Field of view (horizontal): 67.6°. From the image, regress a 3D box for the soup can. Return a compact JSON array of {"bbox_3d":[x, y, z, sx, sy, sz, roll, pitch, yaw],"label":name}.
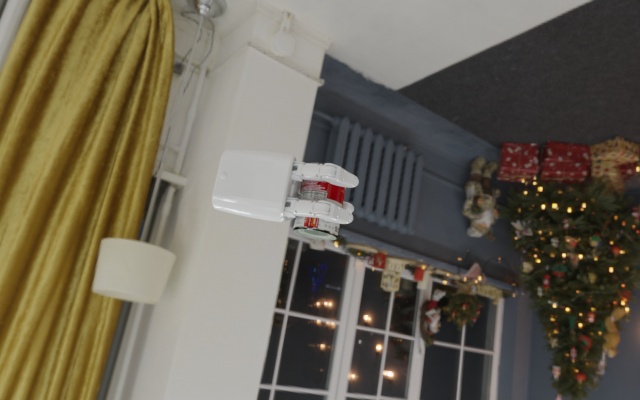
[{"bbox_3d":[0.001,0.003,0.712,0.068,0.102,0.068,9,-15,2],"label":"soup can"}]
